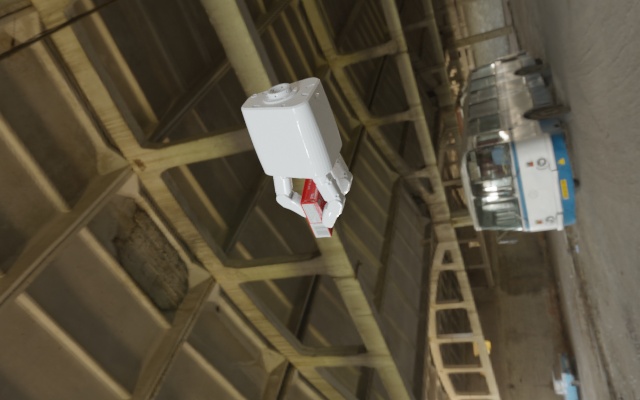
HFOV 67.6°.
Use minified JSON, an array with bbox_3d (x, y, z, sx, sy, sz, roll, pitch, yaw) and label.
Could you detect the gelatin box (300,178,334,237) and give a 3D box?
[{"bbox_3d":[0.000,0.003,0.735,0.030,0.073,0.089,-3,-41,18],"label":"gelatin box"}]
